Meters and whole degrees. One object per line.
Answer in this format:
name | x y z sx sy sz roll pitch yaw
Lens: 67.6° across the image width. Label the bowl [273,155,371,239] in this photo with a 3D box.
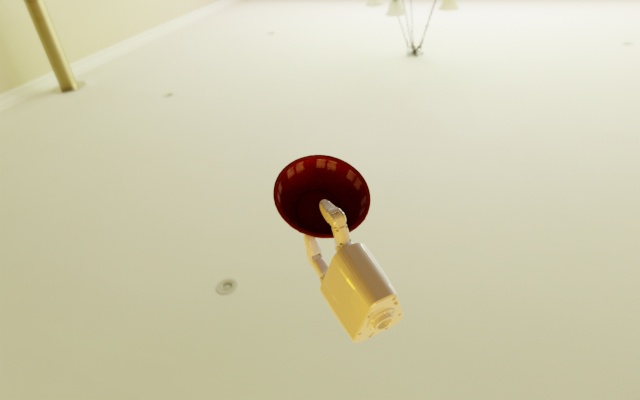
bowl | 0.000 0.002 0.804 0.162 0.162 0.055 0 -31 -8
